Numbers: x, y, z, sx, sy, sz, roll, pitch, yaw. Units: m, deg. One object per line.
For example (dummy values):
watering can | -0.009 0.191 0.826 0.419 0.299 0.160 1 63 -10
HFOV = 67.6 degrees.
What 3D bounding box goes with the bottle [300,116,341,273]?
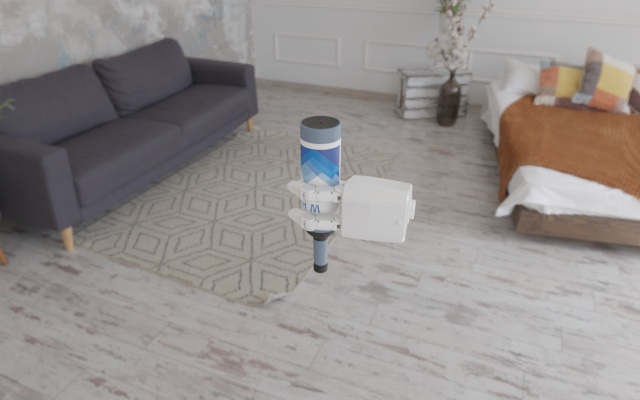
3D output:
bottle | 0.000 0.003 0.838 0.069 0.296 0.069 0 29 0
